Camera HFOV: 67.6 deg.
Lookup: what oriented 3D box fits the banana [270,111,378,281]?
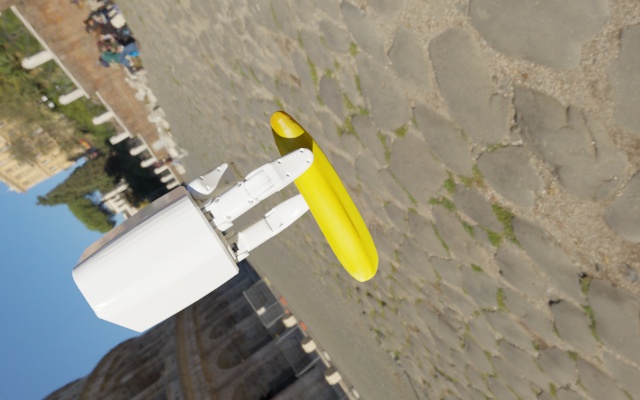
[{"bbox_3d":[0.009,0.008,0.443,0.037,0.198,0.069,-34,23,-12],"label":"banana"}]
